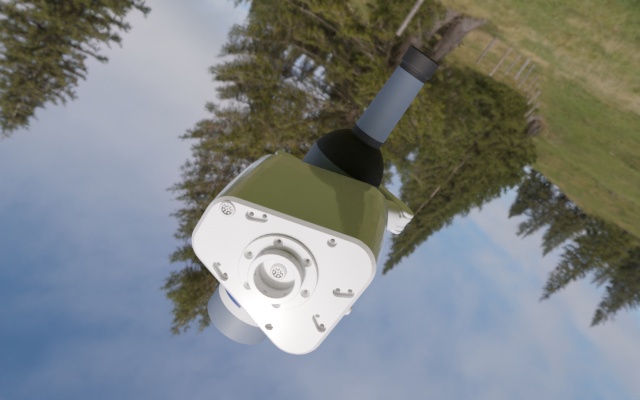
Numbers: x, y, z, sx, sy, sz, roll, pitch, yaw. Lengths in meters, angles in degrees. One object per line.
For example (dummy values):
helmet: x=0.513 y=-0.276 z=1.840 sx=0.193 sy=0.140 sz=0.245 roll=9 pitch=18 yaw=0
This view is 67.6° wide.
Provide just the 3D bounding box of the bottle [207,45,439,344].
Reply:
bottle: x=0.000 y=0.002 z=0.415 sx=0.069 sy=0.296 sz=0.069 roll=31 pitch=20 yaw=-13
